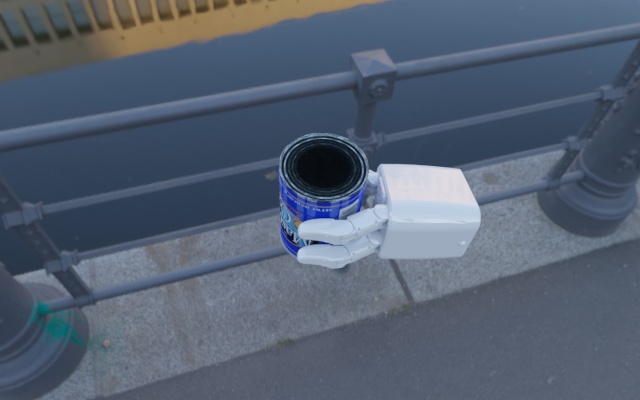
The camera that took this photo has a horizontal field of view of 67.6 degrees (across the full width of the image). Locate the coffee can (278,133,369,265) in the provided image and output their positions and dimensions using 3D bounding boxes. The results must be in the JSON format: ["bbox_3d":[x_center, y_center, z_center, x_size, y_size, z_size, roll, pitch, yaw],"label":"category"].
[{"bbox_3d":[0.000,0.002,0.592,0.103,0.102,0.140,0,-37,-4],"label":"coffee can"}]
